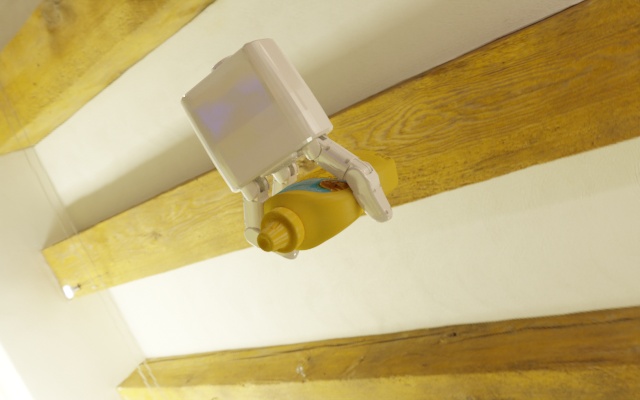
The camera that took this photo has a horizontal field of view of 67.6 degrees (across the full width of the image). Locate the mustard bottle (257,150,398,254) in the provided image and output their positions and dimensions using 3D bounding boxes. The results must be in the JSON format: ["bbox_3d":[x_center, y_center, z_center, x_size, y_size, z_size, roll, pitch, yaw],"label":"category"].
[{"bbox_3d":[0.000,0.002,0.479,0.096,0.058,0.191,0,20,32],"label":"mustard bottle"}]
